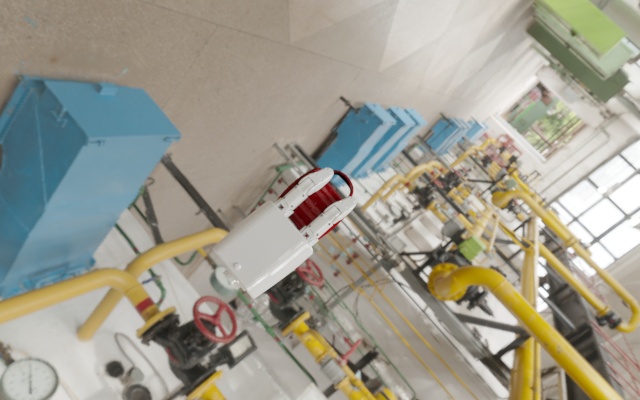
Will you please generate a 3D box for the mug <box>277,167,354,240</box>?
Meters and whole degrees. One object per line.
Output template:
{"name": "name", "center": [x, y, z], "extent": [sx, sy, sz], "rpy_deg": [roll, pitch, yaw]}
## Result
{"name": "mug", "center": [0.001, 0.002, 0.738], "extent": [0.117, 0.081, 0.093], "rpy_deg": [-39, -10, -12]}
